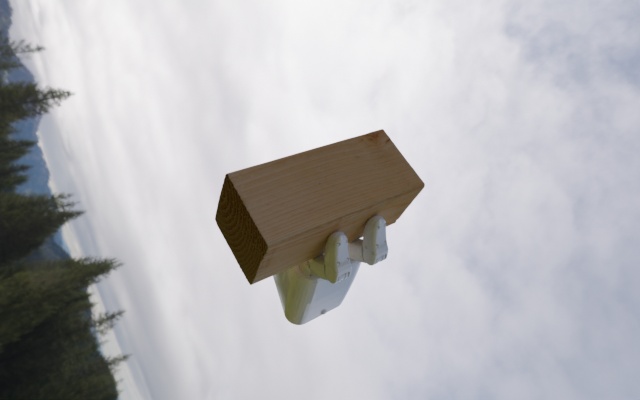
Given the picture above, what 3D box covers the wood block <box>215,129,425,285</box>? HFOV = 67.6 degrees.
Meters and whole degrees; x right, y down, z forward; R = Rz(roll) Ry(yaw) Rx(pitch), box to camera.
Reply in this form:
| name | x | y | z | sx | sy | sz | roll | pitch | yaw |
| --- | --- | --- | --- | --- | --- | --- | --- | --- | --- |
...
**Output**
| name | x | y | z | sx | sy | sz | roll | pitch | yaw |
| --- | --- | --- | --- | --- | --- | --- | --- | --- | --- |
| wood block | 0.000 | 0.002 | 0.533 | 0.206 | 0.090 | 0.090 | -20 | -25 | -31 |
